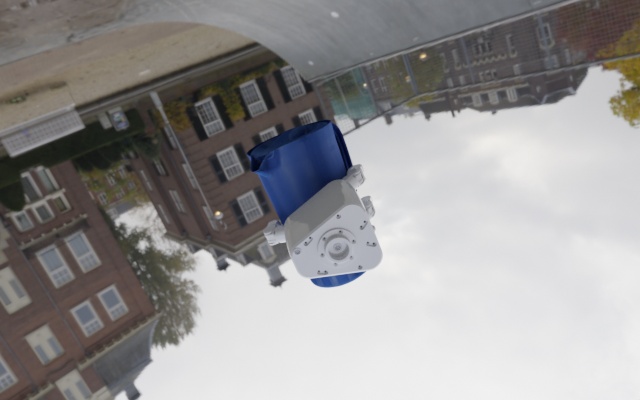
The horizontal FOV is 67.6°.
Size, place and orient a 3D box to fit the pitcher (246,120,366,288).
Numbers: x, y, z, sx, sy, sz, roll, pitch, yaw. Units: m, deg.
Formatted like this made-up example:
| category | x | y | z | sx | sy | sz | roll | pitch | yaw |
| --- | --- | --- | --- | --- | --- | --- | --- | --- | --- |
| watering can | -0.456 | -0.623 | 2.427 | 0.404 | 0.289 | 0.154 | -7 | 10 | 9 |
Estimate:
| category | x | y | z | sx | sy | sz | roll | pitch | yaw |
| --- | --- | --- | --- | --- | --- | --- | --- | --- | --- |
| pitcher | 0.000 | 0.003 | 0.742 | 0.149 | 0.243 | 0.145 | -22 | 16 | 0 |
